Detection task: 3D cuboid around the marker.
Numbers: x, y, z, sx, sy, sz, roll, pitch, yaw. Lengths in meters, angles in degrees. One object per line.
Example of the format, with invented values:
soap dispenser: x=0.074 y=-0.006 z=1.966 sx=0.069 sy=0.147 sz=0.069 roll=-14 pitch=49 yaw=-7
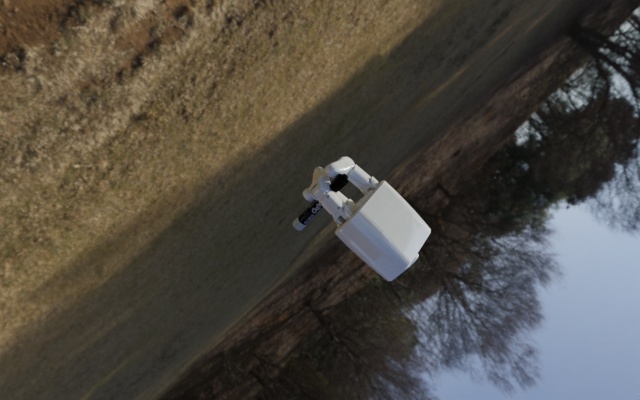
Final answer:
marker: x=0.000 y=0.002 z=0.702 sx=0.020 sy=0.020 sz=0.121 roll=0 pitch=-38 yaw=-48
